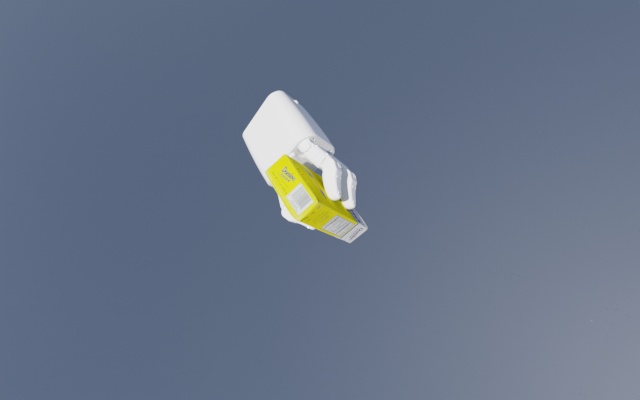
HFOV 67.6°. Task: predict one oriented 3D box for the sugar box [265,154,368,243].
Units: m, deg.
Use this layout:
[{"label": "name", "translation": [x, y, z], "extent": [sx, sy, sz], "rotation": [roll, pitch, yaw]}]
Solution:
[{"label": "sugar box", "translation": [0.000, 0.002, 0.697], "extent": [0.048, 0.093, 0.176], "rotation": [-41, -28, 15]}]
